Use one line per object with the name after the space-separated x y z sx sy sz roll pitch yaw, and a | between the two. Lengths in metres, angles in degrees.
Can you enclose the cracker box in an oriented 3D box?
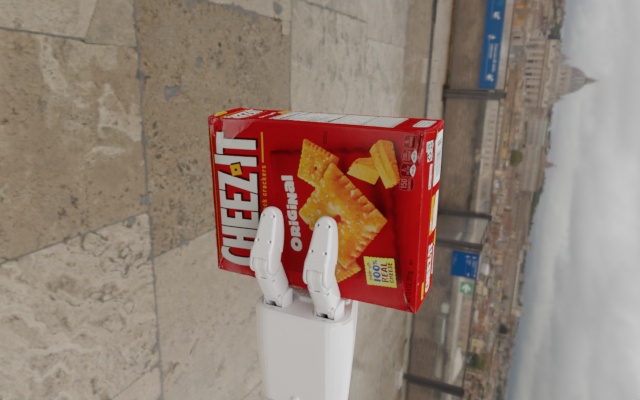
0.000 0.001 0.457 0.213 0.164 0.072 8 19 23 | cracker box
